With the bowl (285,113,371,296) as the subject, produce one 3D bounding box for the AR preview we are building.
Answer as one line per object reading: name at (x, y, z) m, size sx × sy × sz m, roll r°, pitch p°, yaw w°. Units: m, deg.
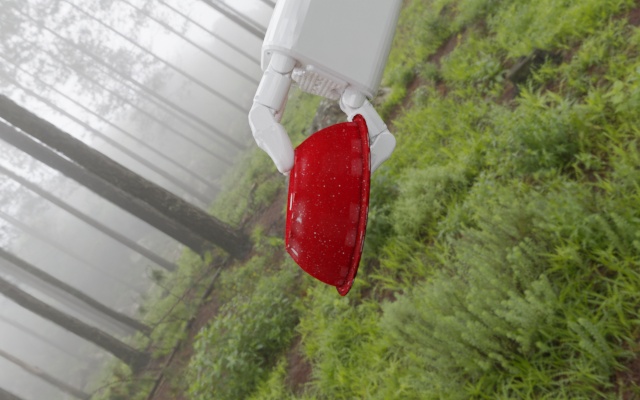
bowl at (0.000, 0.003, 0.423) m, size 0.055 × 0.162 × 0.162 m, roll 5°, pitch -1°, yaw -7°
